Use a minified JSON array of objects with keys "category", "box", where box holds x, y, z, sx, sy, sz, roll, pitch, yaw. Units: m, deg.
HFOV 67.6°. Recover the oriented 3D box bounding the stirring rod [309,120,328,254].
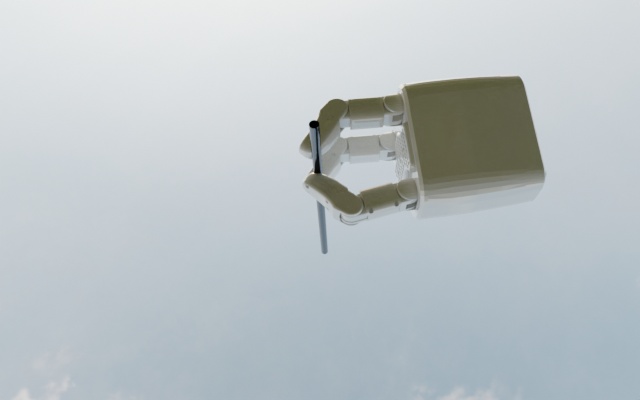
[{"category":"stirring rod","box":[0.000,0.001,0.462,0.011,0.011,0.240,0,-29,3]}]
